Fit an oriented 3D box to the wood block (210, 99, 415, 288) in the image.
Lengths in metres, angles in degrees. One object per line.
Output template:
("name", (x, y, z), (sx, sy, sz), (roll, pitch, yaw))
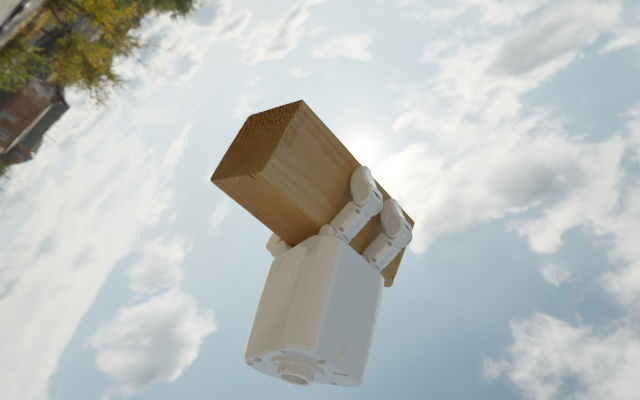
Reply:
("wood block", (0.000, 0.002, 0.509), (0.091, 0.090, 0.206), (-4, -38, 46))
